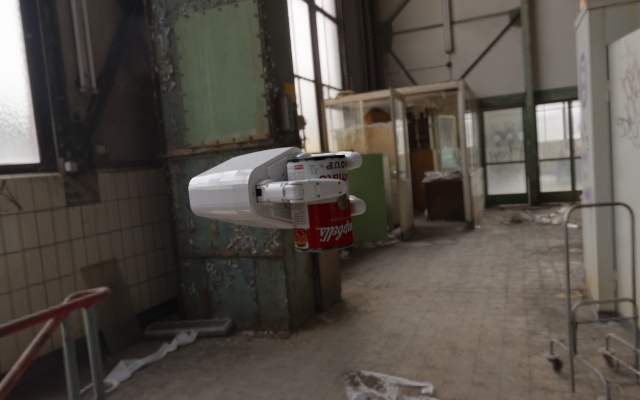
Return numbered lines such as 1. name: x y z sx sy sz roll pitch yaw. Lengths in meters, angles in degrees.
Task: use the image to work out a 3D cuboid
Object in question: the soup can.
1. soup can: 0.000 0.001 0.537 0.068 0.102 0.068 -5 4 0
